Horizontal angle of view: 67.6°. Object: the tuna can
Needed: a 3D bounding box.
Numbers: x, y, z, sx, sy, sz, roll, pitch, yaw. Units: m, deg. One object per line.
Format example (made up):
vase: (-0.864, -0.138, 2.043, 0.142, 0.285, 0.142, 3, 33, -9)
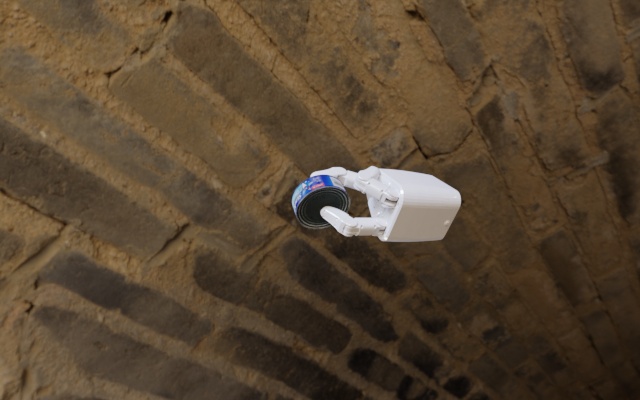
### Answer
tuna can: (0.000, 0.002, 0.730, 0.086, 0.086, 0.033, 0, 41, -22)
